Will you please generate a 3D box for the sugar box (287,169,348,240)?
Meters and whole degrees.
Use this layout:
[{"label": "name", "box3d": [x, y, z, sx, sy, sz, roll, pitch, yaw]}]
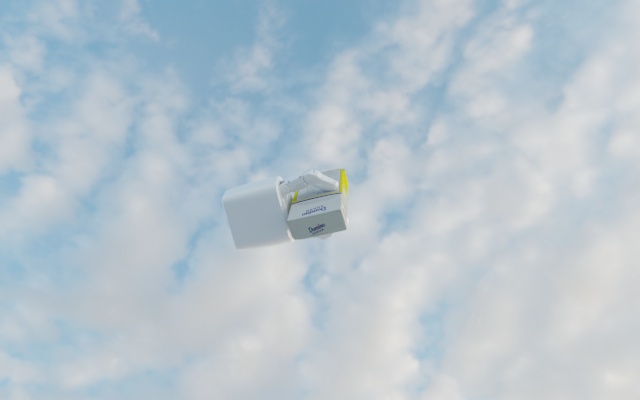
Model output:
[{"label": "sugar box", "box3d": [0.000, 0.003, 0.840, 0.093, 0.048, 0.176, -12, 27, 11]}]
